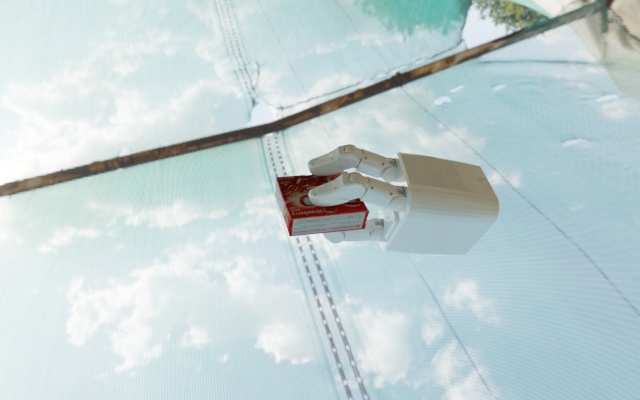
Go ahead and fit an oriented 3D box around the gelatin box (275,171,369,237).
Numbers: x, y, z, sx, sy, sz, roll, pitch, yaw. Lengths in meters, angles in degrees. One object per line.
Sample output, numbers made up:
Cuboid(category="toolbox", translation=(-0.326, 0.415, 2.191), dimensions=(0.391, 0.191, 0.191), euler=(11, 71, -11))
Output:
Cuboid(category="gelatin box", translation=(0.000, 0.002, 0.531), dimensions=(0.089, 0.030, 0.073), euler=(-5, 41, -16))
